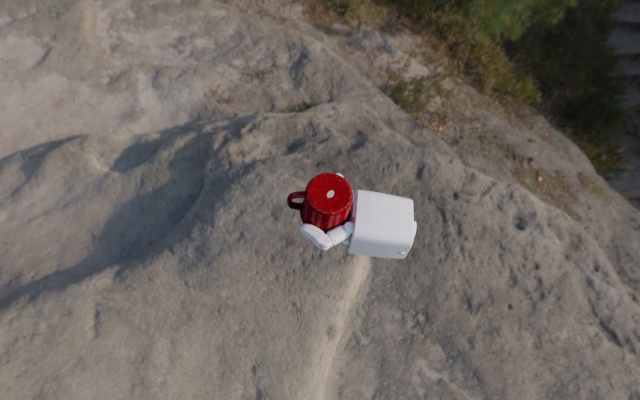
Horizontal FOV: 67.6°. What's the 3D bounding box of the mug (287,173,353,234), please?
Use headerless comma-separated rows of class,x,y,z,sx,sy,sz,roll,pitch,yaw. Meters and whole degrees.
mug,-0.001,0.002,0.833,0.117,0.093,0.081,7,-27,-1
